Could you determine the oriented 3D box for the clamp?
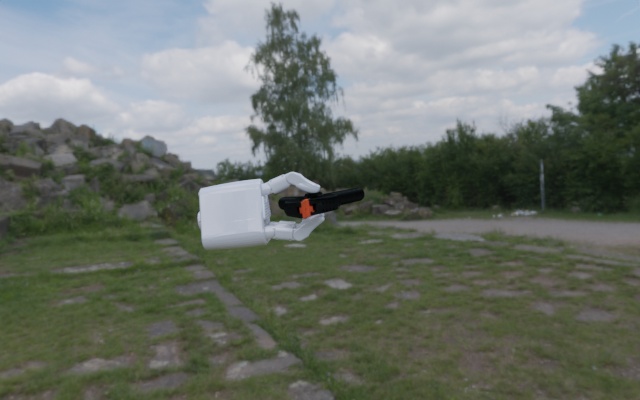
[{"bbox_3d":[0.000,0.002,0.822,0.164,0.036,0.210,-9,4,1],"label":"clamp"}]
